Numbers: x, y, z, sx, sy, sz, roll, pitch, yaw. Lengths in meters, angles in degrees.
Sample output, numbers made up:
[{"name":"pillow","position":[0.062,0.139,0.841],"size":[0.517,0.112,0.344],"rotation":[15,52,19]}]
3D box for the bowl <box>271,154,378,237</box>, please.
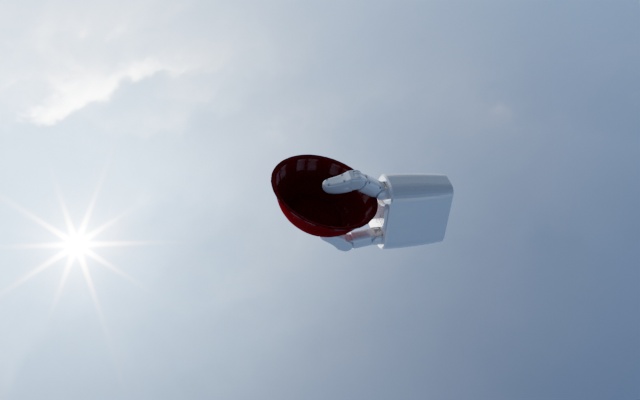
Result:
[{"name":"bowl","position":[-0.001,0.002,0.705],"size":[0.162,0.055,0.162],"rotation":[13,40,-11]}]
